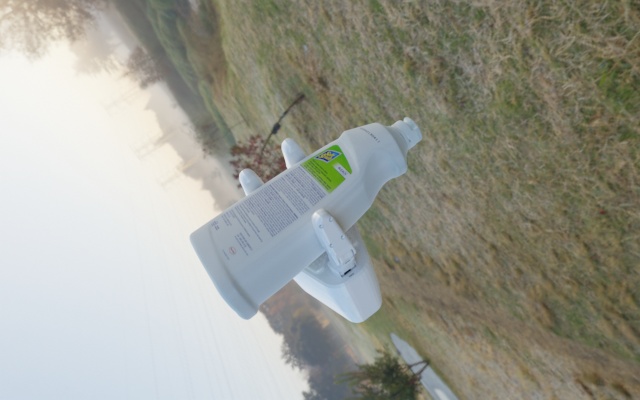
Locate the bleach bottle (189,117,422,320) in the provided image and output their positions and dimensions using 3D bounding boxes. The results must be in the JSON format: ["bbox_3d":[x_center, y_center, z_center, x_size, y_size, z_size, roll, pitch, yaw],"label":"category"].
[{"bbox_3d":[0.000,0.001,0.474,0.251,0.068,0.102,-35,51,-8],"label":"bleach bottle"}]
